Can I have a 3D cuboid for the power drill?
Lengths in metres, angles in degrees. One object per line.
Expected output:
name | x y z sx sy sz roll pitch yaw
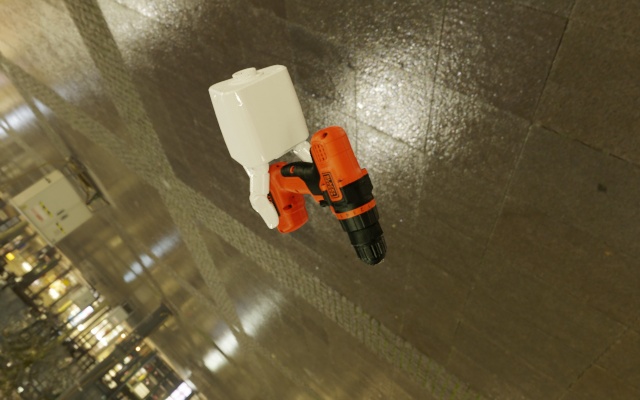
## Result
power drill | 0.000 0.002 0.653 0.057 0.184 0.187 -27 11 -37
